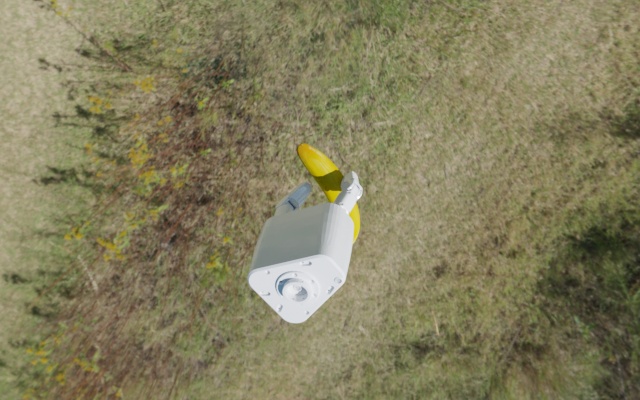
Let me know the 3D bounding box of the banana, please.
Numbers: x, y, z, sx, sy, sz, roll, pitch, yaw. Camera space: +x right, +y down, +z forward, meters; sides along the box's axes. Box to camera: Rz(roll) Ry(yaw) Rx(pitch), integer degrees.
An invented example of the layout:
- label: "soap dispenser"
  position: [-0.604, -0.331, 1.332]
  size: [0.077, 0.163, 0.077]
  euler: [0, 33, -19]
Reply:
- label: "banana"
  position: [0.019, 0.003, 0.700]
  size: [0.069, 0.198, 0.037]
  euler: [-5, 32, 15]
